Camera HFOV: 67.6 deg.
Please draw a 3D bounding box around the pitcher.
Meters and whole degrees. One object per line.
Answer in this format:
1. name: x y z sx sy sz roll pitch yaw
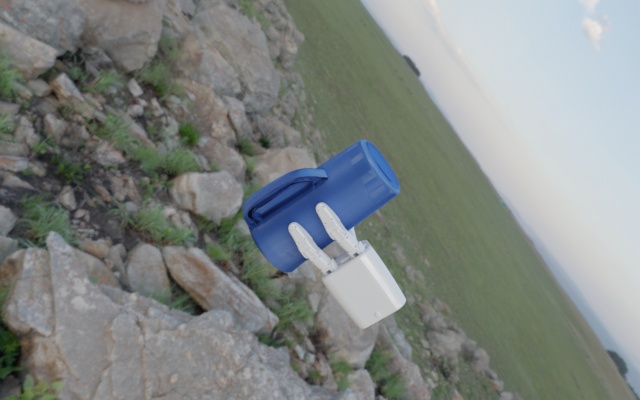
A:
1. pitcher: 0.000 0.003 0.794 0.243 0.145 0.149 -35 2 18
